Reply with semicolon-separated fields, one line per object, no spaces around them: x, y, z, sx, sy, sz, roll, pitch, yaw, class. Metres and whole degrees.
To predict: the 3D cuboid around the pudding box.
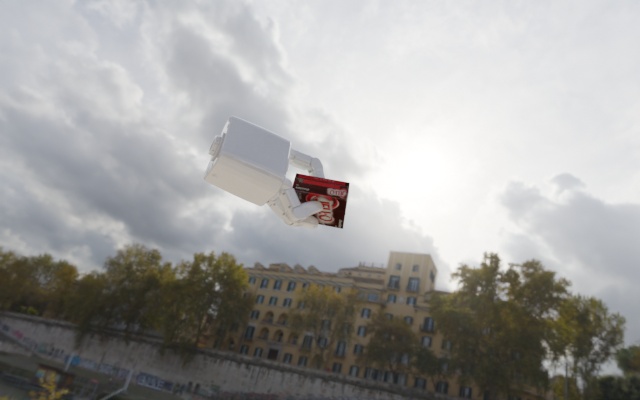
0.000;0.002;0.799;0.090;0.039;0.113;11;-25;5;pudding box
